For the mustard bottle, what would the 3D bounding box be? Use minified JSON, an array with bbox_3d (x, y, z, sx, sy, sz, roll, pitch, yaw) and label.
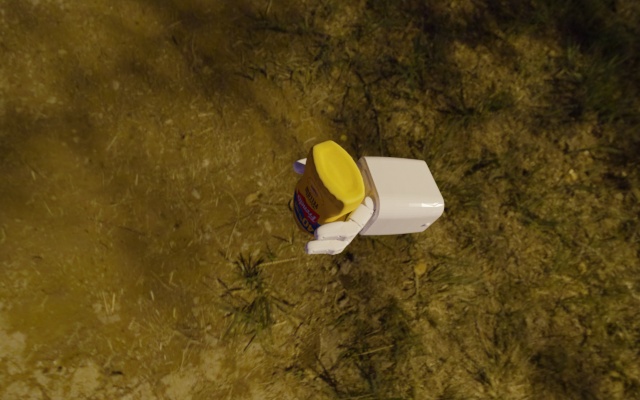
[{"bbox_3d":[0.000,0.002,0.693,0.058,0.096,0.192,-24,-17,-25],"label":"mustard bottle"}]
